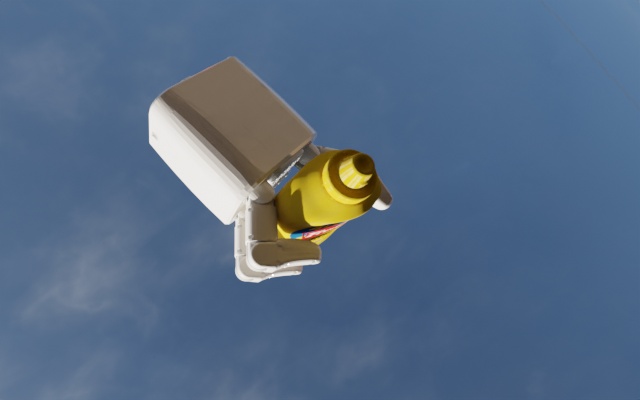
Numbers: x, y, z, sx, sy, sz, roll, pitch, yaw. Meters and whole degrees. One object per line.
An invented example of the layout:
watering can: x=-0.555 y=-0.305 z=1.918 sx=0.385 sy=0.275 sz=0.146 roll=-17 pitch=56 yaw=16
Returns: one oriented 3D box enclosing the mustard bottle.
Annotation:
mustard bottle: x=0.000 y=0.002 z=0.422 sx=0.096 sy=0.058 sz=0.192 roll=-19 pitch=-10 yaw=-24
